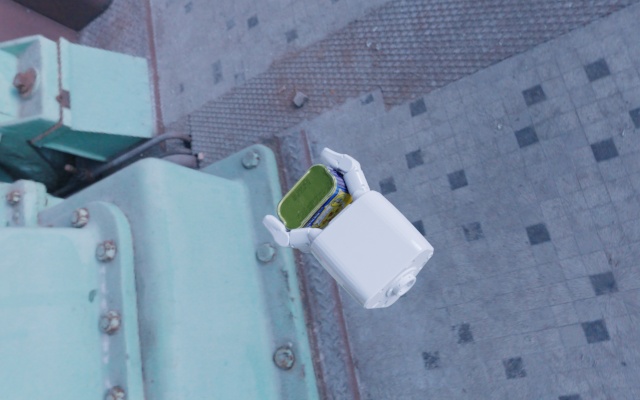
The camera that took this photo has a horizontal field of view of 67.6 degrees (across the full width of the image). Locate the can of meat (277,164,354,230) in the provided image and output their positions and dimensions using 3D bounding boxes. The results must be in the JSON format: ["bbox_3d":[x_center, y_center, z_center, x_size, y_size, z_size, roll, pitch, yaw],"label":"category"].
[{"bbox_3d":[0.000,0.002,0.663,0.057,0.102,0.084,50,17,27],"label":"can of meat"}]
